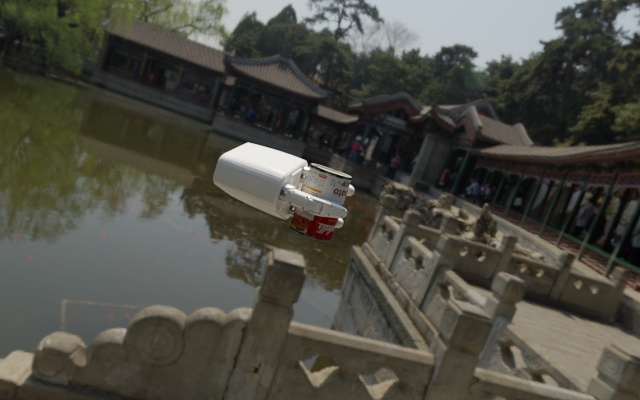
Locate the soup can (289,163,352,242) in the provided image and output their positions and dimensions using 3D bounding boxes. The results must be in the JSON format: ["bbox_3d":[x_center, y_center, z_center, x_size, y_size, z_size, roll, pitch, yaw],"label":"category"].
[{"bbox_3d":[0.001,0.002,0.722,0.068,0.102,0.068,18,8,-3],"label":"soup can"}]
